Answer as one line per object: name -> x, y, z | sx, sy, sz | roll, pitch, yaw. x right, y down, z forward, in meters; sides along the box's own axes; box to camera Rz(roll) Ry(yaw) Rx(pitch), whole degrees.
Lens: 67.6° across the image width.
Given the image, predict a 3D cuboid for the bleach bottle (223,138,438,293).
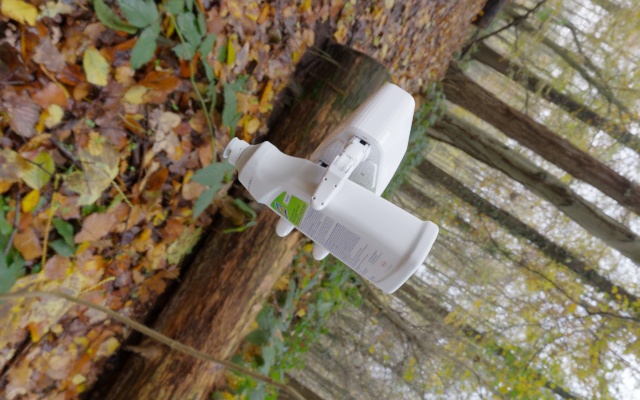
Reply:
bleach bottle -> 0.000, 0.002, 0.544 | 0.251, 0.068, 0.103 | 34, -37, 5
